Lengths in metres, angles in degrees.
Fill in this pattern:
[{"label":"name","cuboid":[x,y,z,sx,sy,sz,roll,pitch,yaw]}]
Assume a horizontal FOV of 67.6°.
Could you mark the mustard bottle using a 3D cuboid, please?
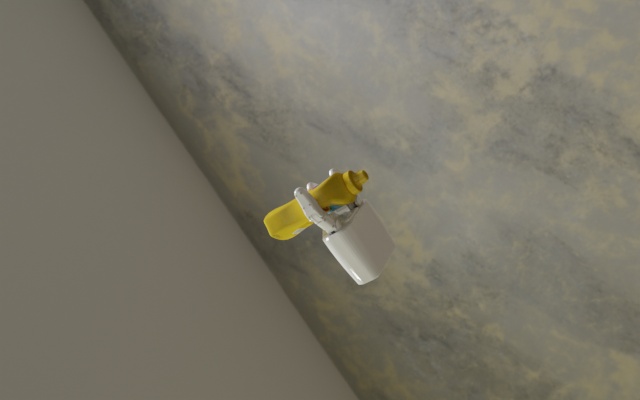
[{"label":"mustard bottle","cuboid":[0.000,0.003,0.820,0.192,0.058,0.096,-30,-11,25]}]
